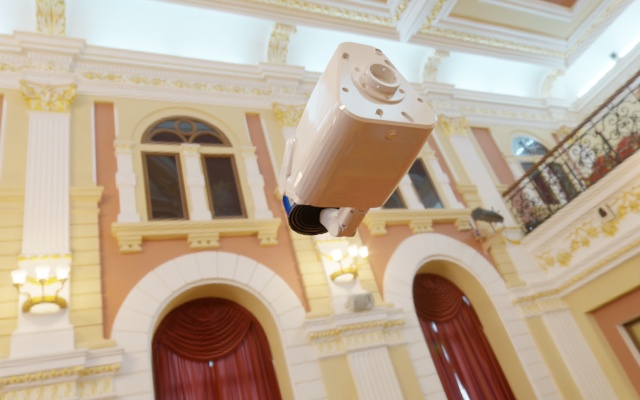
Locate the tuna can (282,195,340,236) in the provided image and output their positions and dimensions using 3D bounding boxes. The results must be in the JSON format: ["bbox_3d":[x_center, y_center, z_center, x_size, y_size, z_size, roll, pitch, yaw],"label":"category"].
[{"bbox_3d":[0.000,0.001,0.549,0.086,0.033,0.086,-14,-36,-10],"label":"tuna can"}]
